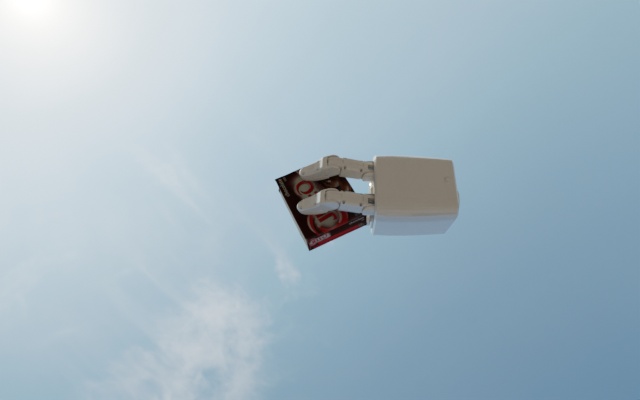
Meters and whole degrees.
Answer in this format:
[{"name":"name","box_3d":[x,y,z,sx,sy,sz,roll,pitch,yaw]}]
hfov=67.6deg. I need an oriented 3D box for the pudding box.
[{"name":"pudding box","box_3d":[0.000,0.002,0.660,0.090,0.113,0.039,-24,-34,-10]}]
